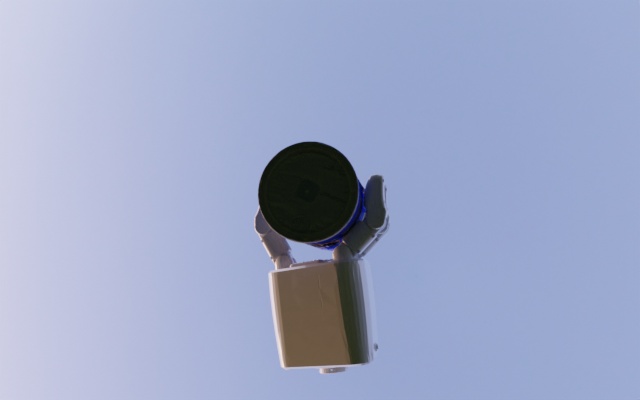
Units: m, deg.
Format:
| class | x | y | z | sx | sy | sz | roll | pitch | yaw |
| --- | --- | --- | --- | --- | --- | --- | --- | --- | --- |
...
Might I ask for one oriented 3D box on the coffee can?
| class | x | y | z | sx | sy | sz | roll | pitch | yaw |
| --- | --- | --- | --- | --- | --- | --- | --- | --- | --- |
| coffee can | 0.000 | 0.002 | 0.538 | 0.103 | 0.103 | 0.140 | 0 | -9 | 11 |
